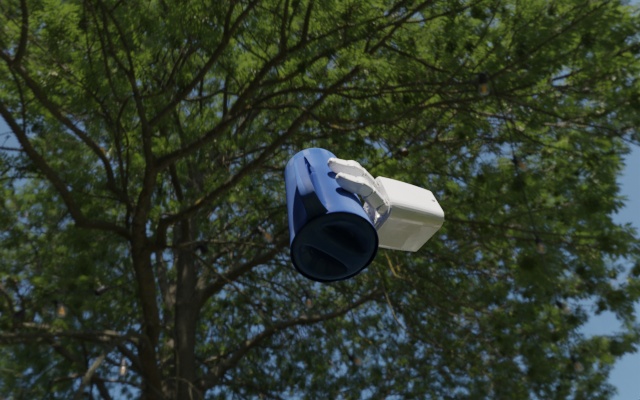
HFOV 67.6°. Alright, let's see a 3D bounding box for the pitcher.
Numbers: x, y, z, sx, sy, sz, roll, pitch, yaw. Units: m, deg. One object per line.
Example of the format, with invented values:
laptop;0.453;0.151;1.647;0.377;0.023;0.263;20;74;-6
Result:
pitcher;0.000;0.003;0.790;0.145;0.149;0.242;13;29;-19
